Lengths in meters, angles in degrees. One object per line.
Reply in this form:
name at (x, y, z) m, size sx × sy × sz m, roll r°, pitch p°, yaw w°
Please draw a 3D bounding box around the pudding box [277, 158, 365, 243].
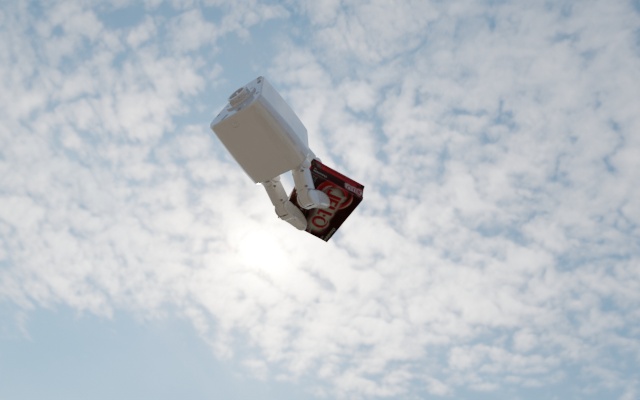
pudding box at (0.000, 0.002, 0.717) m, size 0.090 × 0.039 × 0.113 m, roll 28°, pitch -48°, yaw -10°
